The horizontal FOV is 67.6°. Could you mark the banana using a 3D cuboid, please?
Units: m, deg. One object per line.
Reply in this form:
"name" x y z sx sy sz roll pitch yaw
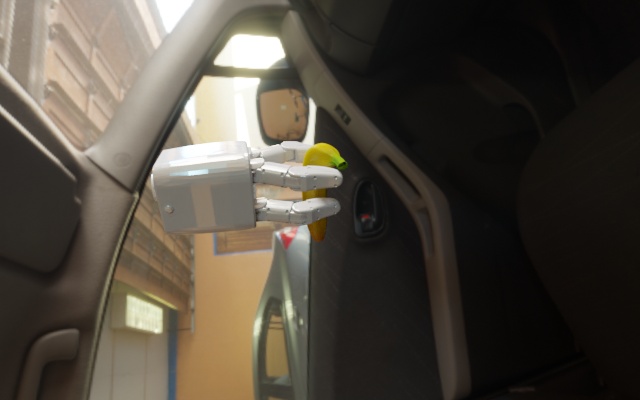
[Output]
"banana" -0.003 -0.016 0.619 0.037 0.069 0.198 -8 -29 -11
